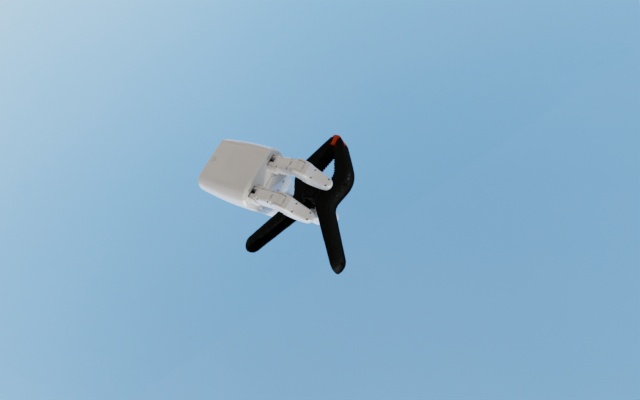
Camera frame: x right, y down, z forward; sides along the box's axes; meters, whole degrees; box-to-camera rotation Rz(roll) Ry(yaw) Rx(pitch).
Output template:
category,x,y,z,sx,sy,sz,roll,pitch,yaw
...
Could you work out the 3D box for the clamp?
category,x,y,z,sx,sy,sz,roll,pitch,yaw
clamp,0.001,0.002,0.679,0.164,0.210,0.036,17,-19,35
